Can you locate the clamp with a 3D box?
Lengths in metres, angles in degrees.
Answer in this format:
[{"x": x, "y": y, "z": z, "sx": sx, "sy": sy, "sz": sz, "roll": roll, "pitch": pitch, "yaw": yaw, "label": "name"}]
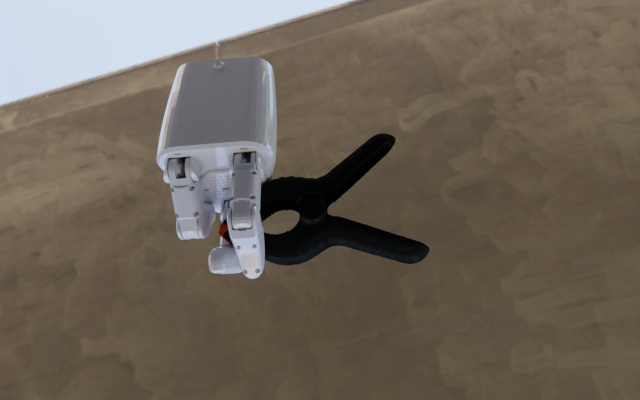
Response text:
[{"x": 0.000, "y": 0.002, "z": 0.411, "sx": 0.171, "sy": 0.120, "sz": 0.039, "roll": -4, "pitch": -31, "yaw": 4, "label": "clamp"}]
